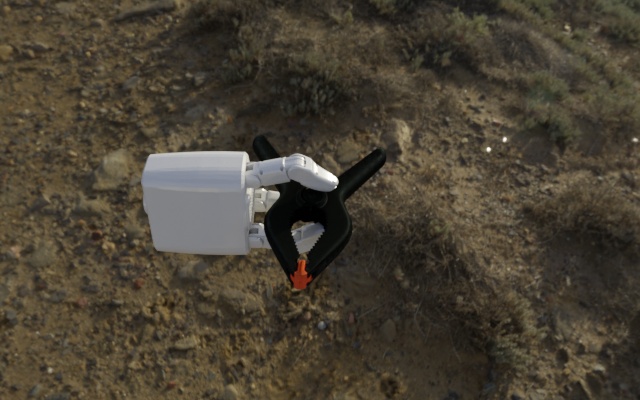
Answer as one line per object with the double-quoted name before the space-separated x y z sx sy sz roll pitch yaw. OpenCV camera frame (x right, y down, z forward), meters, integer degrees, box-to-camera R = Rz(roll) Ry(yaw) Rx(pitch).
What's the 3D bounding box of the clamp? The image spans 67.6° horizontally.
"clamp" 0.000 0.002 0.533 0.164 0.209 0.036 1 -41 -2
